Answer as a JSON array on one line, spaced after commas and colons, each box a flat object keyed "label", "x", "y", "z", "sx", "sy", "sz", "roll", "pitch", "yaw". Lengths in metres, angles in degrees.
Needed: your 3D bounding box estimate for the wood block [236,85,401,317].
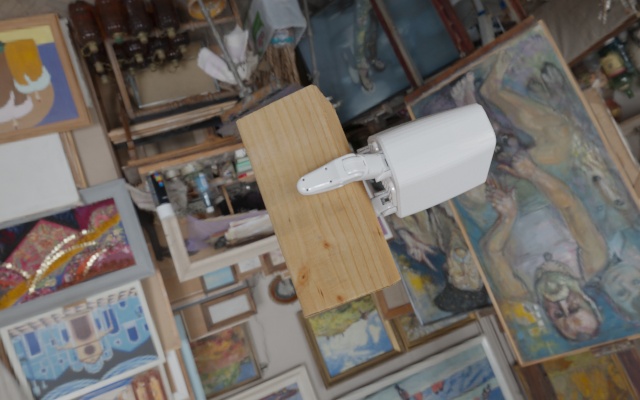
[{"label": "wood block", "x": 0.000, "y": 0.002, "z": 0.493, "sx": 0.090, "sy": 0.206, "sz": 0.091, "roll": -23, "pitch": -10, "yaw": 12}]
